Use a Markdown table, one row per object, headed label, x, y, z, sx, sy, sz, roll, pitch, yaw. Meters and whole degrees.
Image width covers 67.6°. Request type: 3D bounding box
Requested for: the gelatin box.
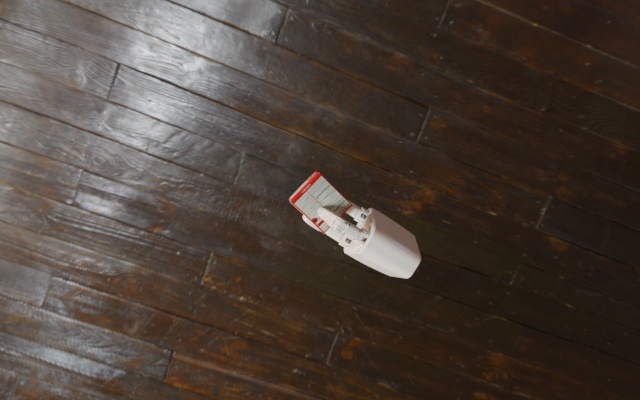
| label | x | y | z | sx | sy | sz | roll | pitch | yaw |
| --- | --- | --- | --- | --- | --- | --- | --- | --- | --- |
| gelatin box | 0.000 | 0.003 | 0.852 | 0.089 | 0.073 | 0.030 | 44 | 2 | -16 |
